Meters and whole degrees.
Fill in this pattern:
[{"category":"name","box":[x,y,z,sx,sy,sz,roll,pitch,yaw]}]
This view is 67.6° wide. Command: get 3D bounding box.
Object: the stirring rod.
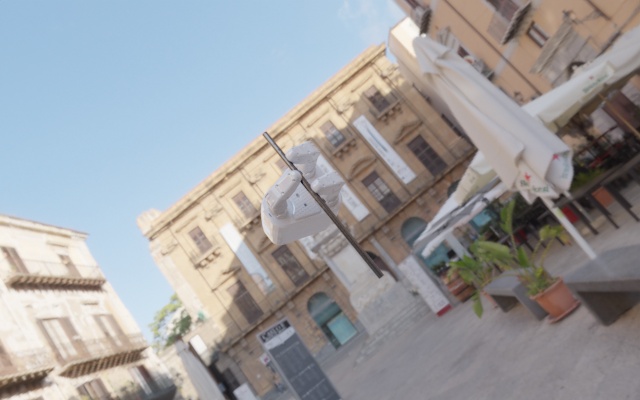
[{"category":"stirring rod","box":[0.000,0.002,0.605,0.011,0.239,0.011,-37,-13,-10]}]
